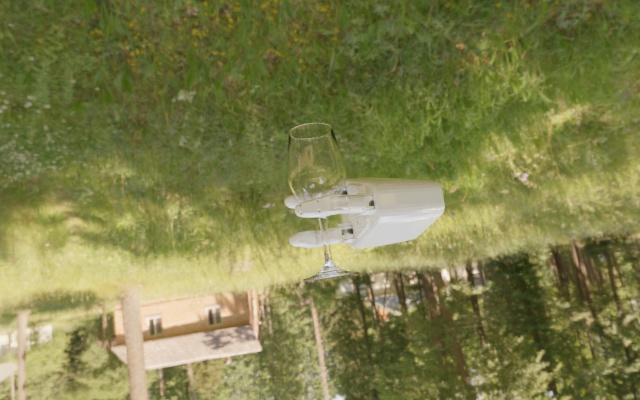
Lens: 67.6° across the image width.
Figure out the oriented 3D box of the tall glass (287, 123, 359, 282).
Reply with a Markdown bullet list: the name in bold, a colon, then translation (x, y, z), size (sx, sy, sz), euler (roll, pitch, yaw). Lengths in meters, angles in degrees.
- **tall glass**: translation (0.000, 0.003, 0.633), size (0.079, 0.201, 0.079), euler (-8, -10, -1)
